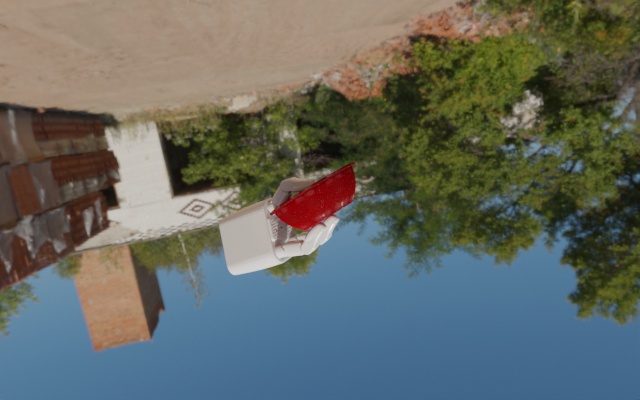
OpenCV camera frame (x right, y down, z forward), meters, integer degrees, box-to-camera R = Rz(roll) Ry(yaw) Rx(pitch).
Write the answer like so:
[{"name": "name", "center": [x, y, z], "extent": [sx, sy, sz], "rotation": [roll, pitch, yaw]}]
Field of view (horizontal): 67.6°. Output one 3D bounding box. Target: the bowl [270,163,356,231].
[{"name": "bowl", "center": [0.001, 0.002, 0.777], "extent": [0.162, 0.055, 0.162], "rotation": [-32, -2, -1]}]
